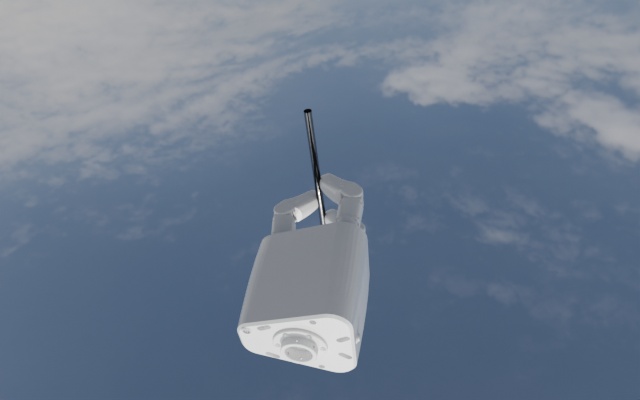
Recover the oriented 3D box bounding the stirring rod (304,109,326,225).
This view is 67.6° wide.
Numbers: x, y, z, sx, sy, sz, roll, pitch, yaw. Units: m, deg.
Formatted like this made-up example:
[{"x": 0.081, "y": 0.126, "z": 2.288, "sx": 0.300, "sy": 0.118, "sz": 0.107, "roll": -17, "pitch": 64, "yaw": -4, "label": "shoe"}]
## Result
[{"x": 0.000, "y": 0.002, "z": 0.545, "sx": 0.011, "sy": 0.240, "sz": 0.011, "roll": -4, "pitch": 42, "yaw": 4, "label": "stirring rod"}]
